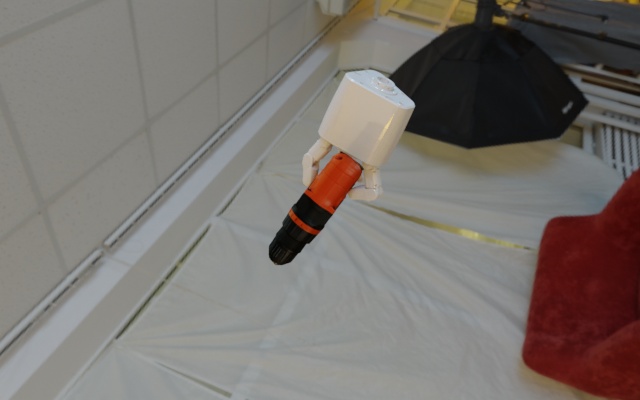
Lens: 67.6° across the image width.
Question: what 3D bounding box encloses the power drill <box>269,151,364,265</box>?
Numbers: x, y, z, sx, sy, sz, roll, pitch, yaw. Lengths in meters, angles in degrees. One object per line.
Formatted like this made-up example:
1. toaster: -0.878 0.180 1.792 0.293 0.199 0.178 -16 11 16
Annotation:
1. power drill: 0.000 0.002 0.718 0.057 0.184 0.187 39 16 -2
